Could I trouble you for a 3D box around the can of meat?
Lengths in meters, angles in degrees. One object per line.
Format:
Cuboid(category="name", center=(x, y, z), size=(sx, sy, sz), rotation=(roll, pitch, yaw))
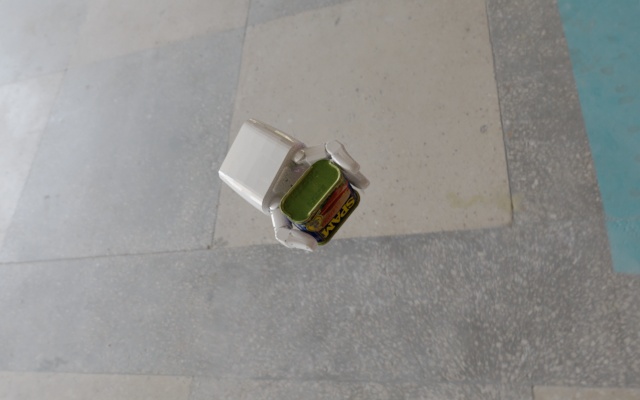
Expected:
Cuboid(category="can of meat", center=(0.000, 0.002, 0.666), size=(0.057, 0.102, 0.084), rotation=(36, -8, 31))
